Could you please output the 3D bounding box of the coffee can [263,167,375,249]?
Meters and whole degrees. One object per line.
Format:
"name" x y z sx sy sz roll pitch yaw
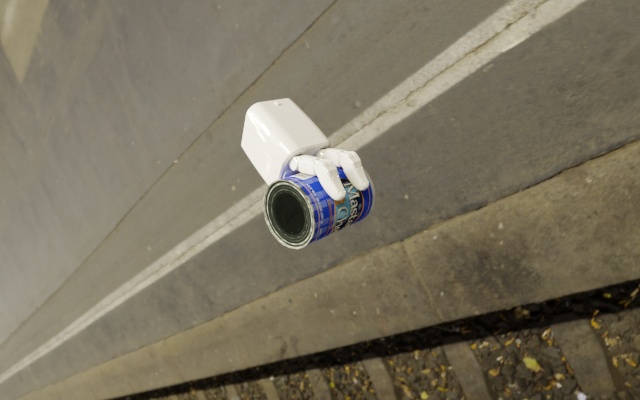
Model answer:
"coffee can" 0.000 0.002 0.716 0.103 0.103 0.140 0 15 43
